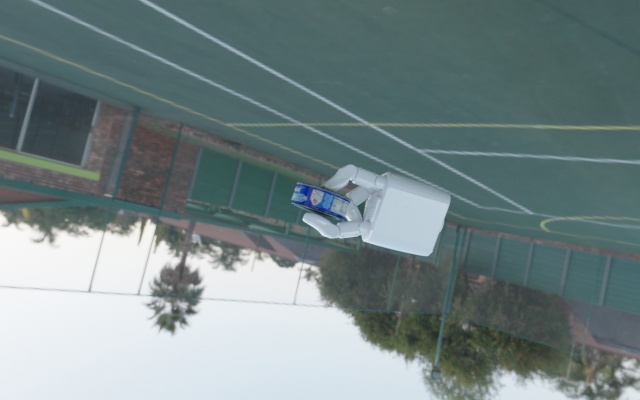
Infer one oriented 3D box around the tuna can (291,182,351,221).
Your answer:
[{"bbox_3d":[0.000,0.003,0.710,0.086,0.033,0.086,18,-5,2],"label":"tuna can"}]
